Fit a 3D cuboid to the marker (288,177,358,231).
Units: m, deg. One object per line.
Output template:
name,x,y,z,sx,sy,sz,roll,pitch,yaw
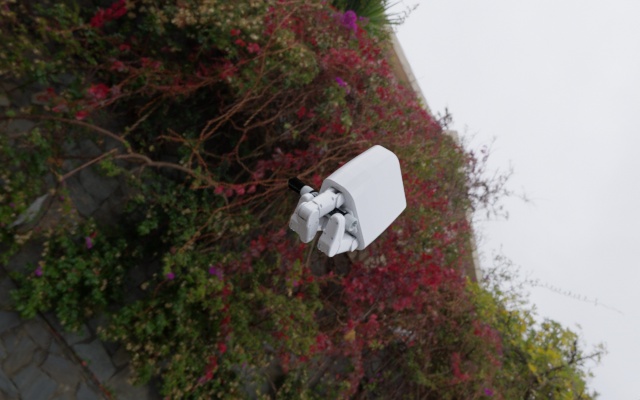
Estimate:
marker,0.000,0.002,0.653,0.121,0.020,0.020,35,18,29
